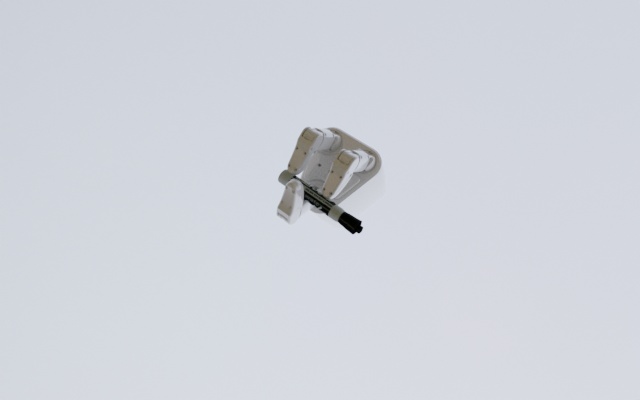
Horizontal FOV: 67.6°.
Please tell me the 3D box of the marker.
[{"bbox_3d":[0.000,0.002,0.563,0.121,0.020,0.020,35,14,21],"label":"marker"}]
